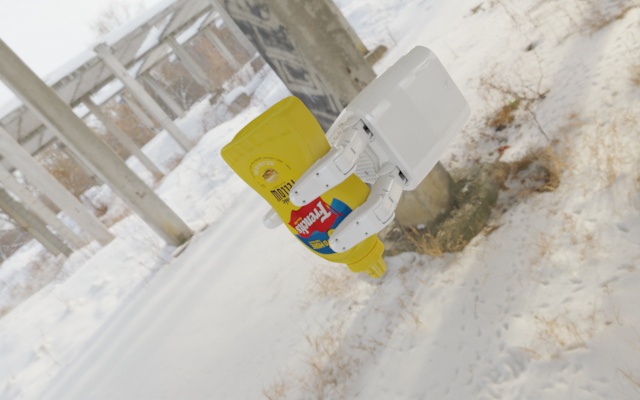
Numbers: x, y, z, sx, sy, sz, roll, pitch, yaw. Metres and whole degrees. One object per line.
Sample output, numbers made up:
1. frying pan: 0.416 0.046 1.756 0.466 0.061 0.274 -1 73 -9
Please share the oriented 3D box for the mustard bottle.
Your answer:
1. mustard bottle: 0.000 0.002 0.447 0.096 0.192 0.058 -25 23 41
